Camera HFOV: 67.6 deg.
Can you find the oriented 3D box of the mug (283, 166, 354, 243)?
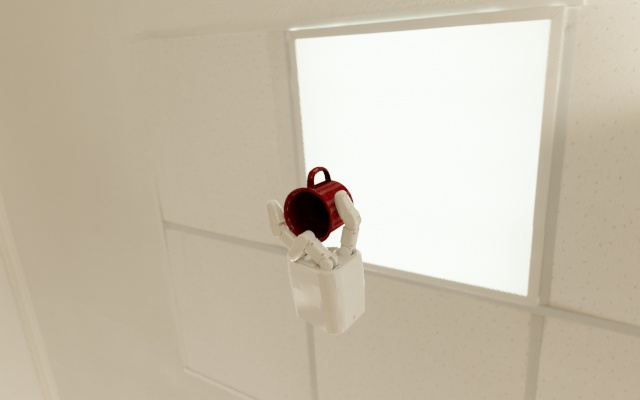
[{"bbox_3d":[0.000,0.001,0.764,0.093,0.117,0.081,4,19,33],"label":"mug"}]
